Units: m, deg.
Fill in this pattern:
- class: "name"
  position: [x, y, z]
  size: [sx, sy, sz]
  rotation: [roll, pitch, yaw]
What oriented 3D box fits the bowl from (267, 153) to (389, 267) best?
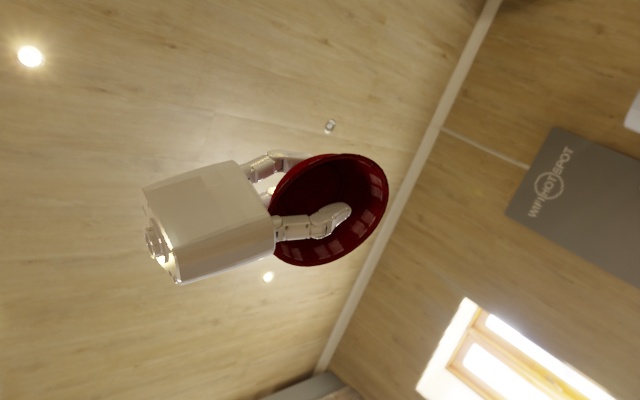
- class: "bowl"
  position: [0.001, 0.002, 0.576]
  size: [0.162, 0.162, 0.055]
  rotation: [0, 34, -30]
